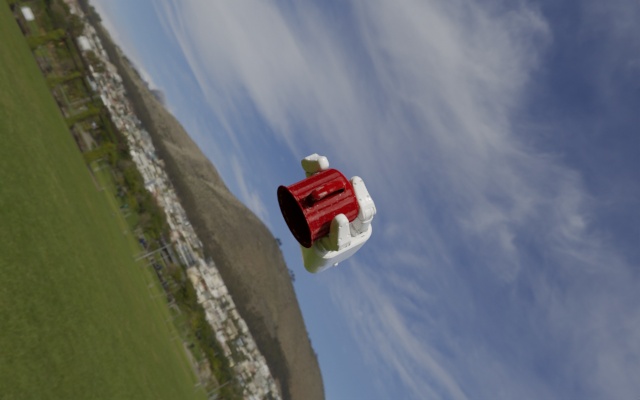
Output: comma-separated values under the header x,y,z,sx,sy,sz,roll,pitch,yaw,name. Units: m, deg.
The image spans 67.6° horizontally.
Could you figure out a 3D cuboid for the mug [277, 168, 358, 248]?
x,y,z,sx,sy,sz,roll,pitch,yaw,name
0.001,0.001,0.643,0.081,0.093,0.117,-25,-15,-21,mug
